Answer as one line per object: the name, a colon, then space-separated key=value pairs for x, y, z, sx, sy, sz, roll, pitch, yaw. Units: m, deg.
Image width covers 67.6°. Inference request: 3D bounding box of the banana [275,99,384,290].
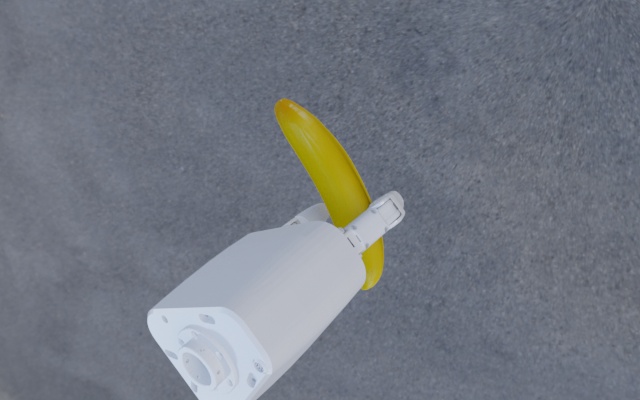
banana: x=0.014 y=0.004 z=0.412 sx=0.069 sy=0.198 sz=0.037 roll=-3 pitch=24 yaw=45
